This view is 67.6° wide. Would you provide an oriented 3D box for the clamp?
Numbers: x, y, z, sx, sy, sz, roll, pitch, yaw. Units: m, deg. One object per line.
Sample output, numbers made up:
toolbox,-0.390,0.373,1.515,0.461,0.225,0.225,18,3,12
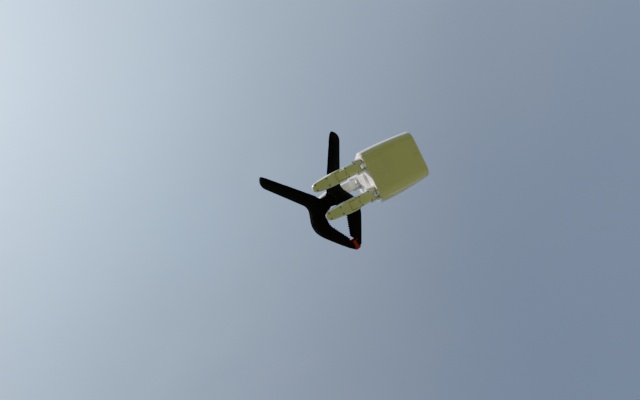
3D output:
clamp,0.000,0.003,0.853,0.164,0.210,0.036,-27,3,-8
